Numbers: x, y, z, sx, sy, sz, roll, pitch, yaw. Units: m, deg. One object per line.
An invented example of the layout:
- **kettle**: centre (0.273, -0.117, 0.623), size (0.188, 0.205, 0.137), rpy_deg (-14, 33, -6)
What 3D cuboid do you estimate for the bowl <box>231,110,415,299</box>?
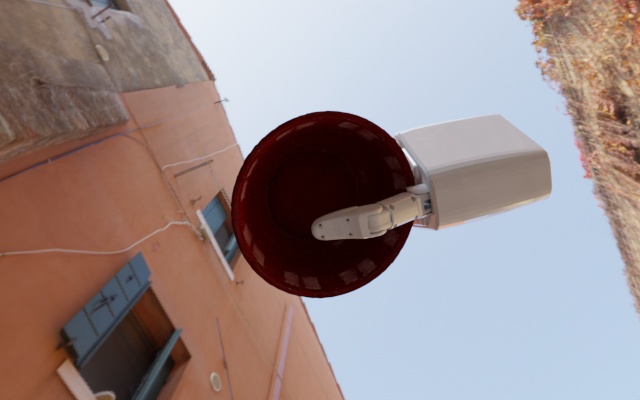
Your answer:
- **bowl**: centre (-0.001, 0.001, 0.423), size (0.162, 0.162, 0.055), rpy_deg (0, 13, -16)
